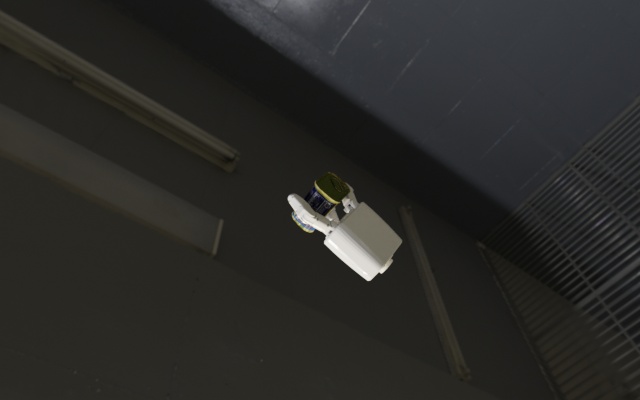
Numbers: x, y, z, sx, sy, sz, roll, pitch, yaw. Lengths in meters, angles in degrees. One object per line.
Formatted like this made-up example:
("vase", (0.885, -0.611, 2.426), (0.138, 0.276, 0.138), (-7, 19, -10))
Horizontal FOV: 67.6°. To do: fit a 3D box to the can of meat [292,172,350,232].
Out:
("can of meat", (0.000, 0.003, 0.880), (0.057, 0.084, 0.102), (41, 25, 3))
